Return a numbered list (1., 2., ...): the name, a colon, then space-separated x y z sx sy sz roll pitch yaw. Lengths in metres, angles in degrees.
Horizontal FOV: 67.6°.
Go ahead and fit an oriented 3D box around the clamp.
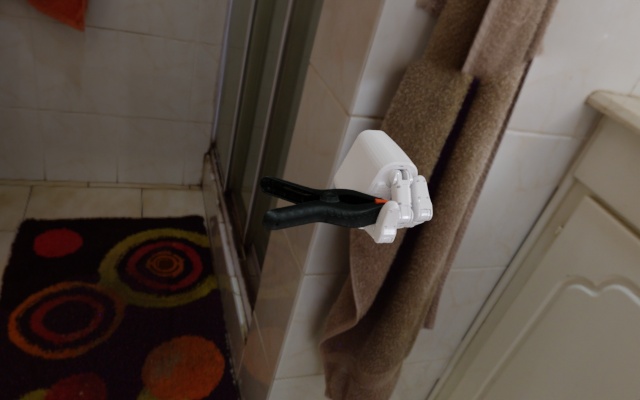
1. clamp: 0.000 0.002 0.616 0.171 0.039 0.120 3 31 -20
